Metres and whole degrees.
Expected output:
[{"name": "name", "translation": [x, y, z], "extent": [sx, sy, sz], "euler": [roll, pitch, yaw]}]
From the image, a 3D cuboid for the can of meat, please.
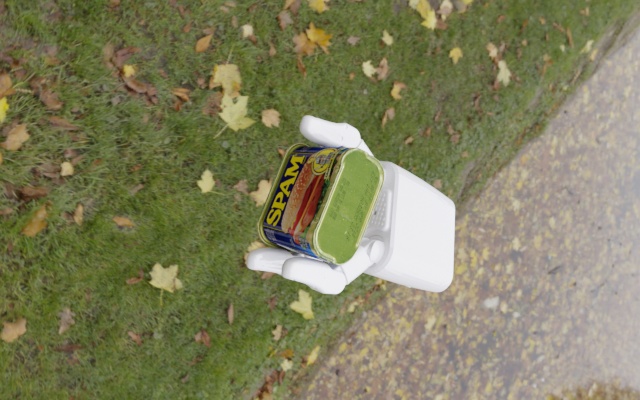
[{"name": "can of meat", "translation": [0.000, 0.001, 0.423], "extent": [0.057, 0.102, 0.084], "euler": [28, -11, -36]}]
